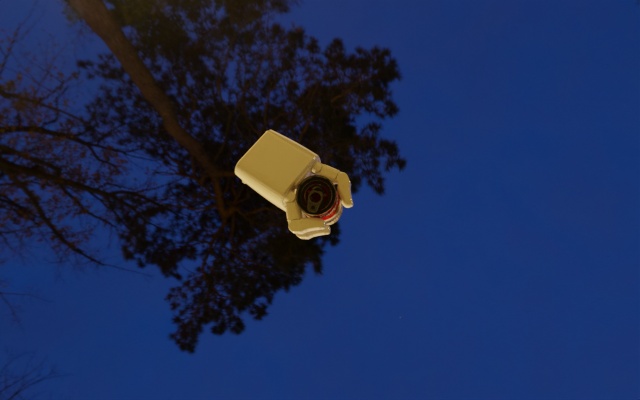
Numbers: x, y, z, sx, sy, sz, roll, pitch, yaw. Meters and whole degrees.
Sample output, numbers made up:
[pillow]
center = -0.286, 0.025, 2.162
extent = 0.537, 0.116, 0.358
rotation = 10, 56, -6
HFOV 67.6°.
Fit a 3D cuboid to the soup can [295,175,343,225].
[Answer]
[soup can]
center = 0.001, 0.003, 0.820
extent = 0.068, 0.068, 0.102
rotation = 0, -13, 9
